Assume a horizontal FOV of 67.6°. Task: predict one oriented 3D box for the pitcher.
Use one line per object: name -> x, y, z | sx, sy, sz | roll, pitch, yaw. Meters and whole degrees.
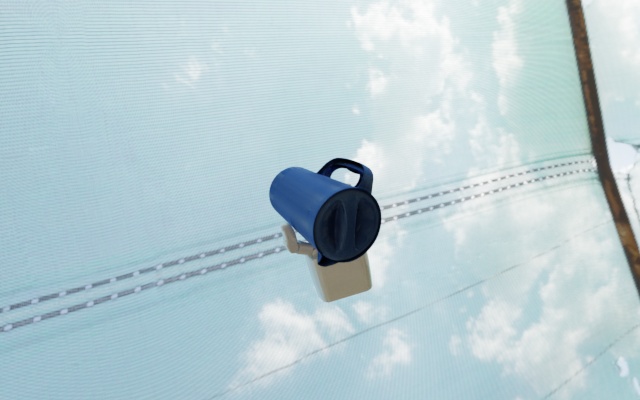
pitcher -> 0.000, 0.003, 0.892 | 0.149, 0.145, 0.242 | -25, 26, -20
